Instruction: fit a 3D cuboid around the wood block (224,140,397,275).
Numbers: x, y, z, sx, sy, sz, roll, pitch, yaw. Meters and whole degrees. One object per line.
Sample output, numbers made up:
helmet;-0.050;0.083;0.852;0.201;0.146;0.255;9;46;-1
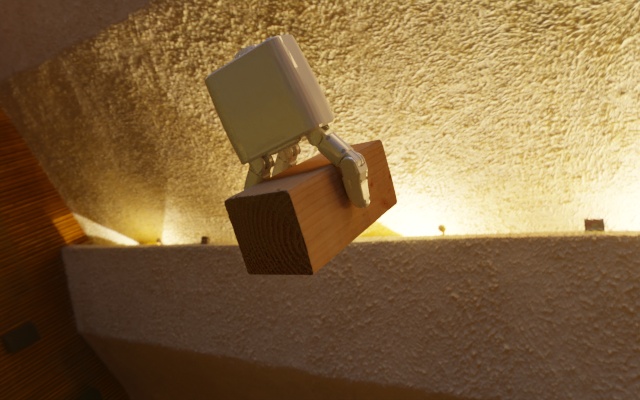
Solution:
wood block;0.000;0.001;0.558;0.091;0.090;0.206;-7;16;36
